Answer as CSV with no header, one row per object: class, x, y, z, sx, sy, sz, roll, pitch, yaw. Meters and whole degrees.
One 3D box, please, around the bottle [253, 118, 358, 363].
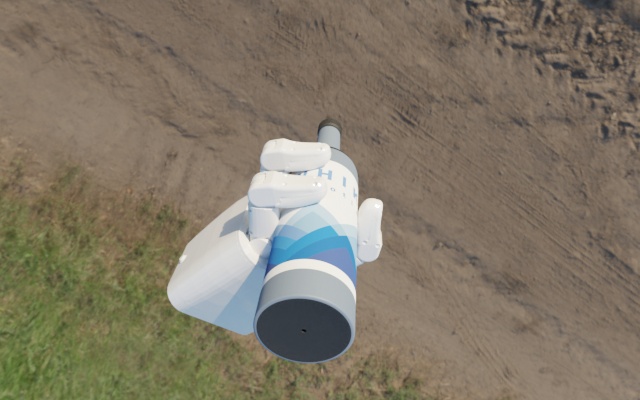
bottle,0.000,0.002,0.428,0.069,0.069,0.295,0,35,5
